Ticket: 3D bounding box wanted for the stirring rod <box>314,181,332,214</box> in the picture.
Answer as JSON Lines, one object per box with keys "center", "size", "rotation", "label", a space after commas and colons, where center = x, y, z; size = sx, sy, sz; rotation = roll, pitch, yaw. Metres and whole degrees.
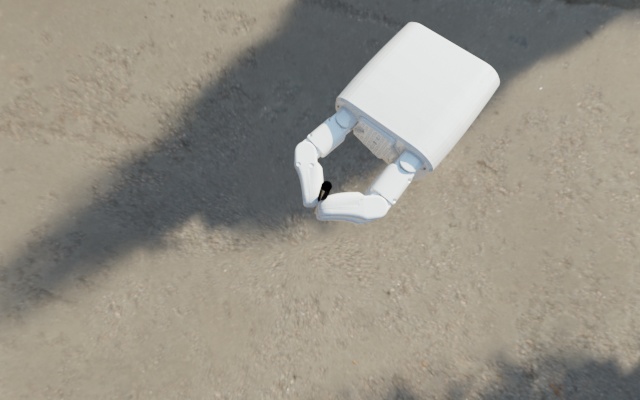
{"center": [0.000, 0.001, 0.469], "size": [0.011, 0.011, 0.239], "rotation": [0, -6, -2], "label": "stirring rod"}
